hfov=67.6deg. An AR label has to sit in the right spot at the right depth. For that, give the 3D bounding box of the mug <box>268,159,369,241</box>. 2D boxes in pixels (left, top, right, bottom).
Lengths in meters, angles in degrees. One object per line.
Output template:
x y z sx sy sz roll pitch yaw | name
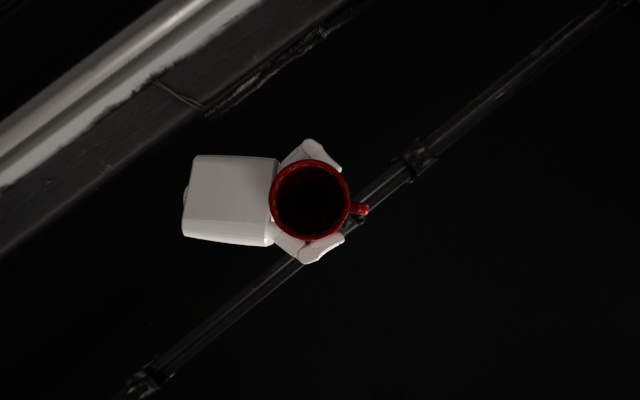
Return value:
0.002 0.002 0.580 0.117 0.093 0.081 6 -2 2 | mug
